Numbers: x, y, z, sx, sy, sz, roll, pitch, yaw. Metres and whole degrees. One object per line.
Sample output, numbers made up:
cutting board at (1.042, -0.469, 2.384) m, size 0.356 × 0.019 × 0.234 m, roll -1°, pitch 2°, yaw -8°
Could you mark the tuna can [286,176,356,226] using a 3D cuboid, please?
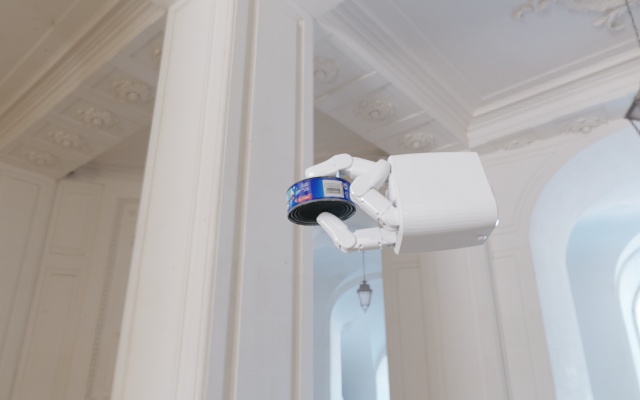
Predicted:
tuna can at (0.000, 0.001, 0.597) m, size 0.086 × 0.033 × 0.086 m, roll -5°, pitch -23°, yaw -2°
